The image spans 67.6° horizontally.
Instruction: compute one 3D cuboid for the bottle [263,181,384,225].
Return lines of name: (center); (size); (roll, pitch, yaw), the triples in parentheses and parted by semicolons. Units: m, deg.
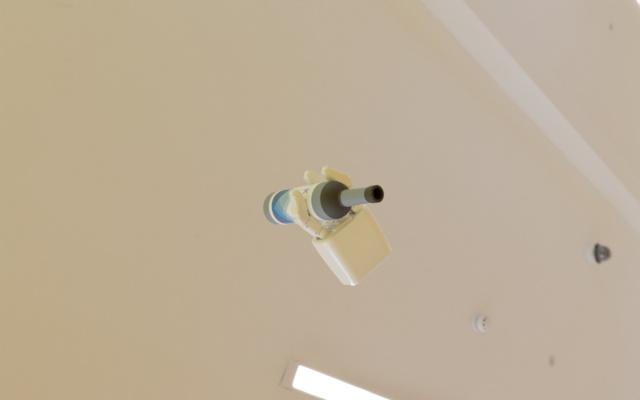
bottle: (0.000, 0.003, 0.837); (0.069, 0.069, 0.296); (0, -5, -36)
